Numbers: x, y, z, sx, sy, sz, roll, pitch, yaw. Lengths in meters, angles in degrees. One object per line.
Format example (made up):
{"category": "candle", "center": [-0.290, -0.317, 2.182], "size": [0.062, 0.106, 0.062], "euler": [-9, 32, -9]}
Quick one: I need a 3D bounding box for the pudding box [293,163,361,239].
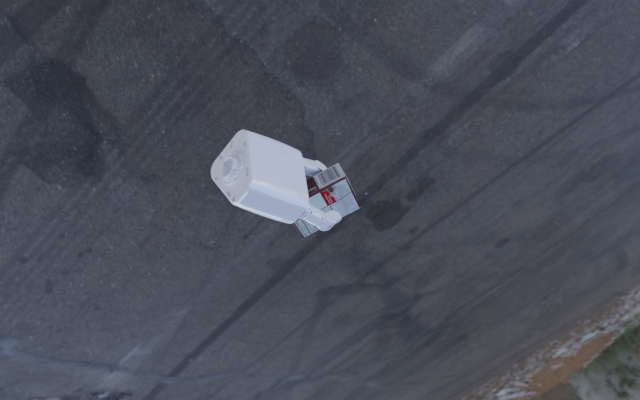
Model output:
{"category": "pudding box", "center": [0.000, 0.003, 0.769], "size": [0.113, 0.039, 0.090], "euler": [-27, -39, 3]}
